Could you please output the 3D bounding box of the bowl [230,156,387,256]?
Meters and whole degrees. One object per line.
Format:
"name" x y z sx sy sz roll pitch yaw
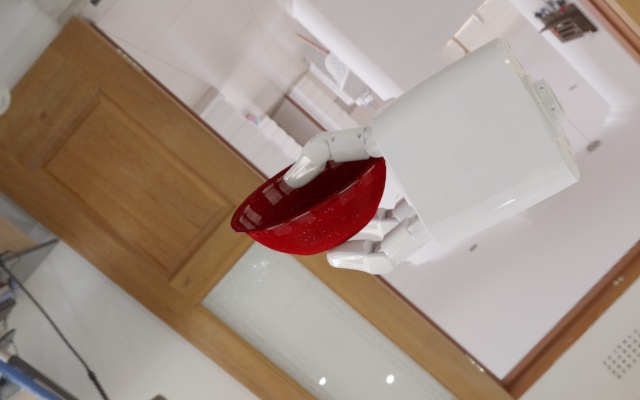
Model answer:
"bowl" -0.001 0.002 0.441 0.162 0.055 0.162 -26 19 10
